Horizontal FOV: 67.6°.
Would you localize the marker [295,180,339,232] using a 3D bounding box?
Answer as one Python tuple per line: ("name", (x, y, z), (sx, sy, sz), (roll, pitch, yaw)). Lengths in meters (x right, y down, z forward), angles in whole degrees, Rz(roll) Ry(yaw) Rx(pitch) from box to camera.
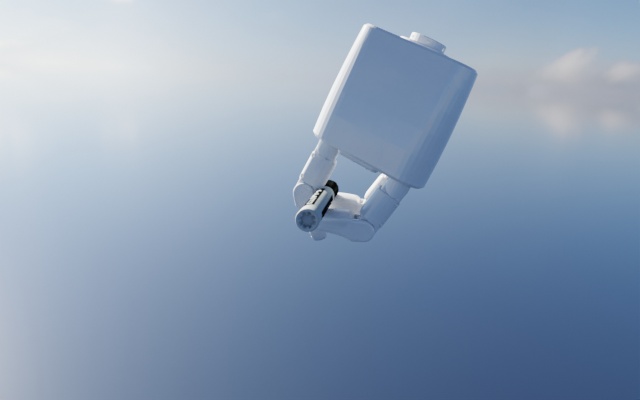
("marker", (0.000, 0.001, 0.422), (0.020, 0.020, 0.121), (0, 13, 10))
